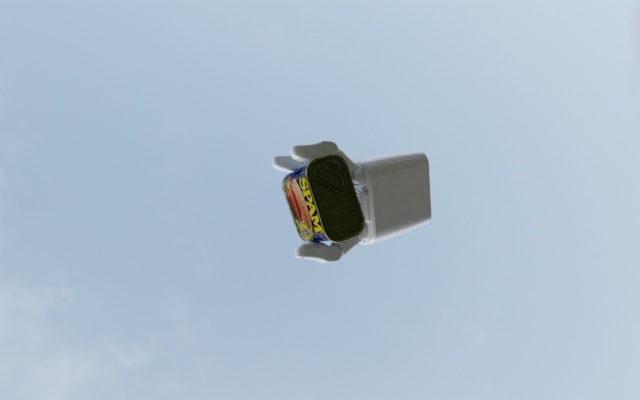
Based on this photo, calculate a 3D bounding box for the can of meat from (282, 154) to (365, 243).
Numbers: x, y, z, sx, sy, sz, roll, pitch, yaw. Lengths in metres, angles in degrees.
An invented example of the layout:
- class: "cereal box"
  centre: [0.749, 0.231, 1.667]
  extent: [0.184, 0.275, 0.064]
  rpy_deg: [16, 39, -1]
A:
- class: "can of meat"
  centre: [0.000, 0.002, 0.593]
  extent: [0.057, 0.102, 0.084]
  rpy_deg: [-19, 2, -28]
